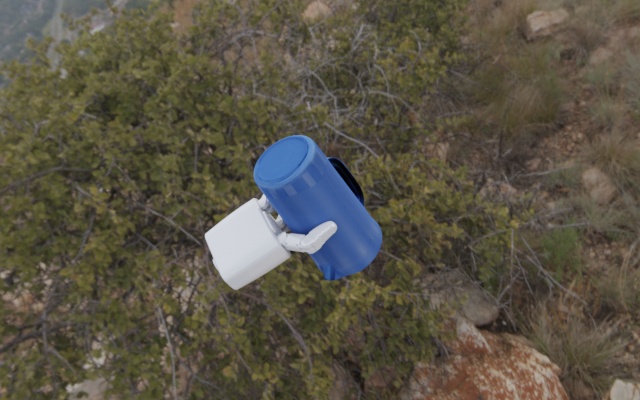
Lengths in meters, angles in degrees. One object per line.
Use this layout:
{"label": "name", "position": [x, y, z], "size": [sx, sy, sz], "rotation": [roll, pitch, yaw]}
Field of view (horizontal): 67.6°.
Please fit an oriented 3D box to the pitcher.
{"label": "pitcher", "position": [0.000, 0.003, 0.792], "size": [0.145, 0.243, 0.149], "rotation": [-34, 40, 3]}
